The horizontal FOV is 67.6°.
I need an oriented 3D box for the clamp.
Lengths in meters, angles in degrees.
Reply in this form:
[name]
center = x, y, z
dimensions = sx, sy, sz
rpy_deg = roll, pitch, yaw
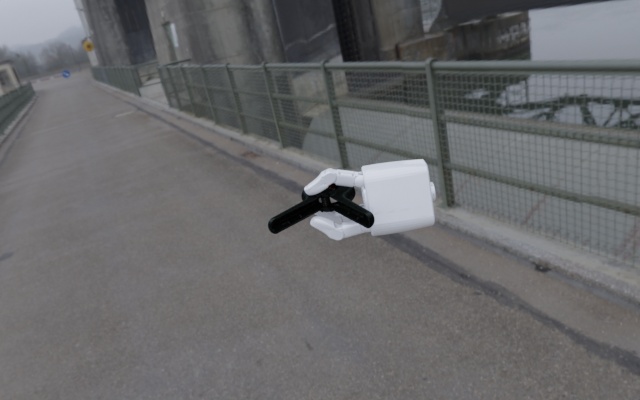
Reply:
[clamp]
center = 0.000, 0.002, 0.810
dimensions = 0.164, 0.036, 0.210
rpy_deg = -6, 22, 2
